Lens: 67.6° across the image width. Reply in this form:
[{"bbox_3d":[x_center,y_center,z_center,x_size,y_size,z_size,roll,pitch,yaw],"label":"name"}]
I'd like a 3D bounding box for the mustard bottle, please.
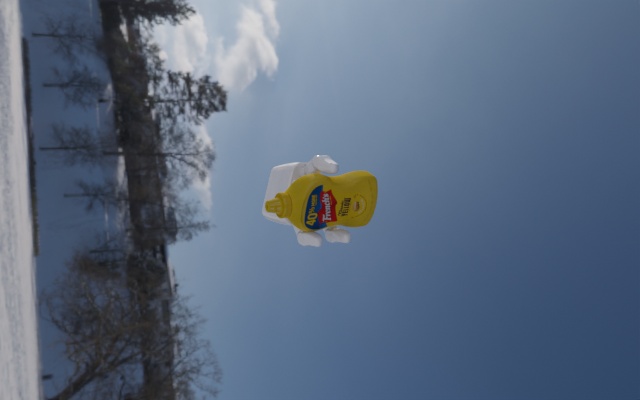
[{"bbox_3d":[0.001,0.003,0.782,0.191,0.096,0.058,-4,28,-29],"label":"mustard bottle"}]
